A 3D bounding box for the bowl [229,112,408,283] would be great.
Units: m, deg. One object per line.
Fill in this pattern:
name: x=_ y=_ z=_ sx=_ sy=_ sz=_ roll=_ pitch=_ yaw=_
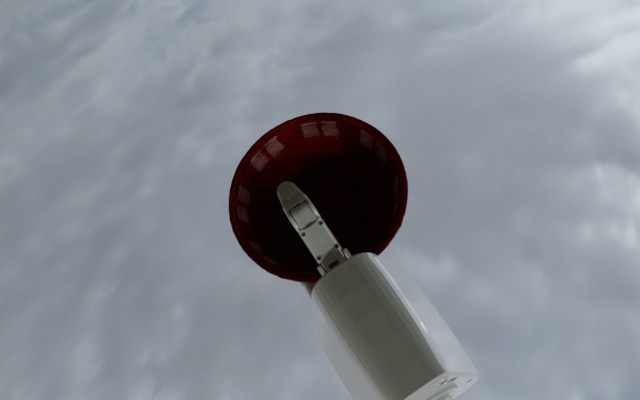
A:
bowl: x=0.000 y=0.000 z=0.444 sx=0.162 sy=0.162 sz=0.055 roll=0 pitch=-21 yaw=12
